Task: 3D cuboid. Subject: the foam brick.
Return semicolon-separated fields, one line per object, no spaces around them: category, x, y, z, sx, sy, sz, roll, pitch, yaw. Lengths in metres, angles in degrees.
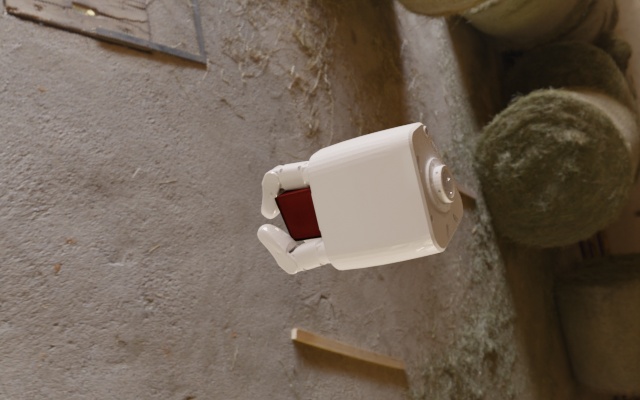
foam brick;0.000;0.001;0.501;0.051;0.053;0.078;-13;17;34
